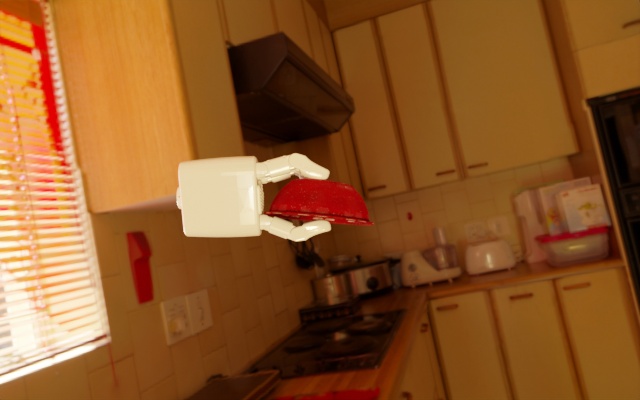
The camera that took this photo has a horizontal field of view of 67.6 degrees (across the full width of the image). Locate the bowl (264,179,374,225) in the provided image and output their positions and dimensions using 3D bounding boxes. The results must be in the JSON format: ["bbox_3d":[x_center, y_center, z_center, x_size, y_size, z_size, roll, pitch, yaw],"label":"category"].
[{"bbox_3d":[0.001,0.002,0.700,0.162,0.055,0.162,6,-5,1],"label":"bowl"}]
